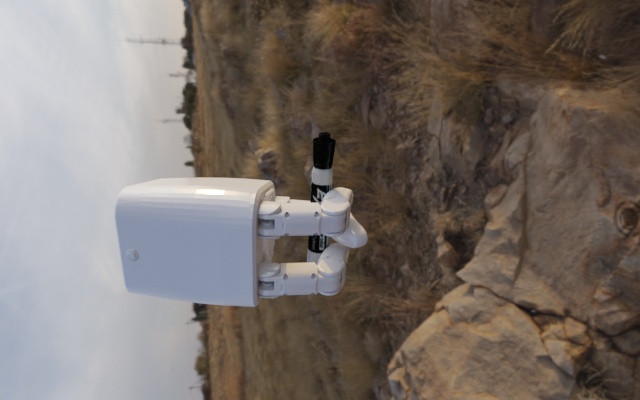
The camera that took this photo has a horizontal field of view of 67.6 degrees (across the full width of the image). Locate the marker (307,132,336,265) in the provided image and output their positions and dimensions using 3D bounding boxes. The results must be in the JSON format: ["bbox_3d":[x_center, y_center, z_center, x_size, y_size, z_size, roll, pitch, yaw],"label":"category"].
[{"bbox_3d":[0.000,0.001,0.408,0.020,0.121,0.020,3,24,-1],"label":"marker"}]
